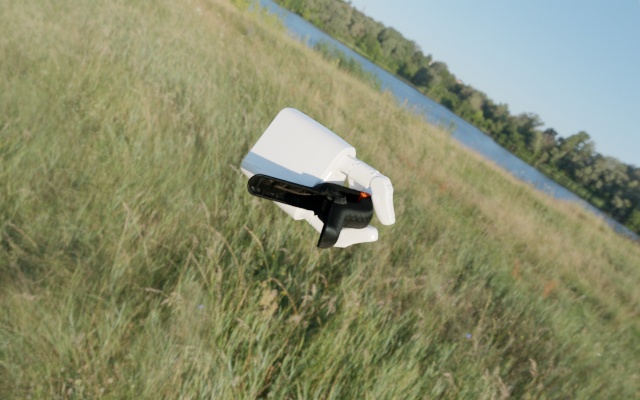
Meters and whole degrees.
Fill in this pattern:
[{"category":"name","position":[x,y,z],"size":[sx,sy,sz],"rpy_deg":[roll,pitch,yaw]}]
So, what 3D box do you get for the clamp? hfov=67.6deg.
[{"category":"clamp","position":[0.001,0.001,0.540],"size":[0.120,0.039,0.171],"rpy_deg":[39,20,19]}]
